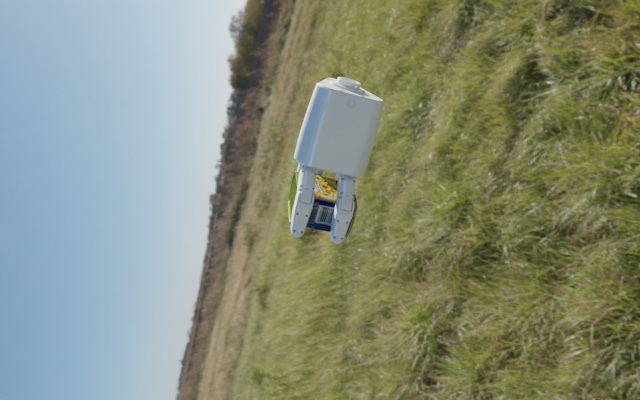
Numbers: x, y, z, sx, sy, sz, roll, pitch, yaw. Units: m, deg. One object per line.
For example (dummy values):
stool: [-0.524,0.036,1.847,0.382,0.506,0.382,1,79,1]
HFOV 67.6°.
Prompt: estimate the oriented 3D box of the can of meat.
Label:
can of meat: [0.000,0.002,0.685,0.084,0.057,0.102,12,26,-12]
